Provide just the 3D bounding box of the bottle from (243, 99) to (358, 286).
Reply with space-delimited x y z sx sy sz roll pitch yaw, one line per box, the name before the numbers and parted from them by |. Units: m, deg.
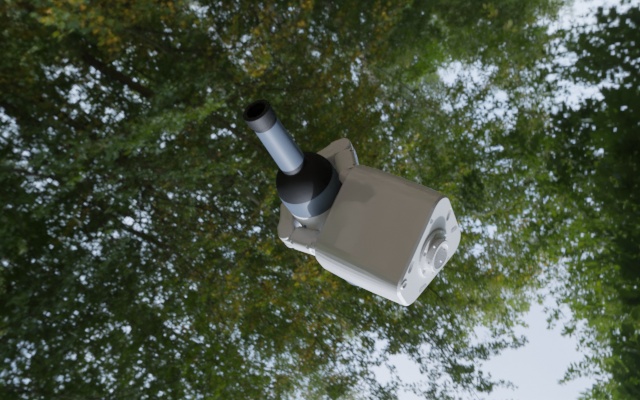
bottle | 0.000 0.002 0.536 0.069 0.069 0.296 0 -35 29
